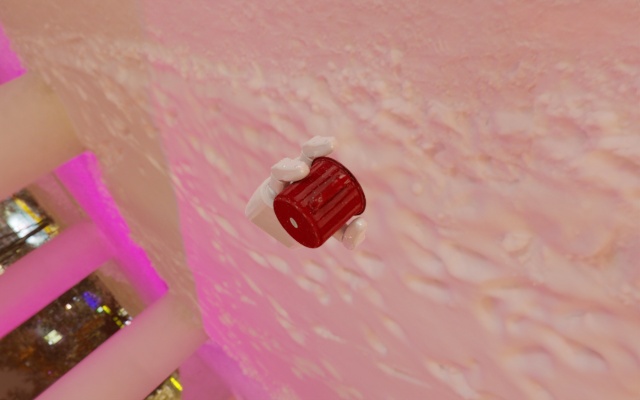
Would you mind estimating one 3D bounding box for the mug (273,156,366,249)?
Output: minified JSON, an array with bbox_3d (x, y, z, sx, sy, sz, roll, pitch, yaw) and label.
[{"bbox_3d":[0.001,0.002,0.581,0.081,0.093,0.117,-41,1,-27],"label":"mug"}]
